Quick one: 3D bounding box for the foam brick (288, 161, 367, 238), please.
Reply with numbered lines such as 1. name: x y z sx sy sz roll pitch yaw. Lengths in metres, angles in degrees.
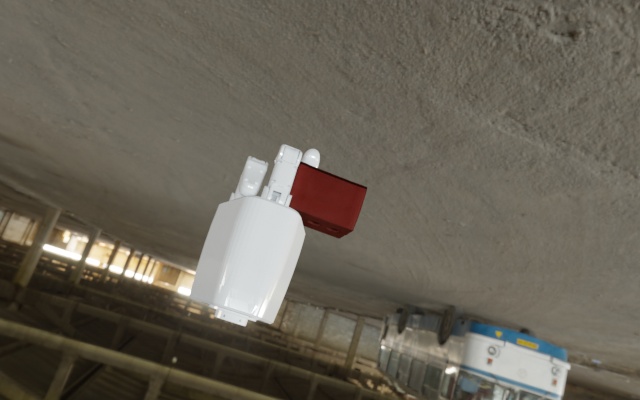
1. foam brick: 0.000 0.002 0.507 0.078 0.051 0.053 20 -19 -10
